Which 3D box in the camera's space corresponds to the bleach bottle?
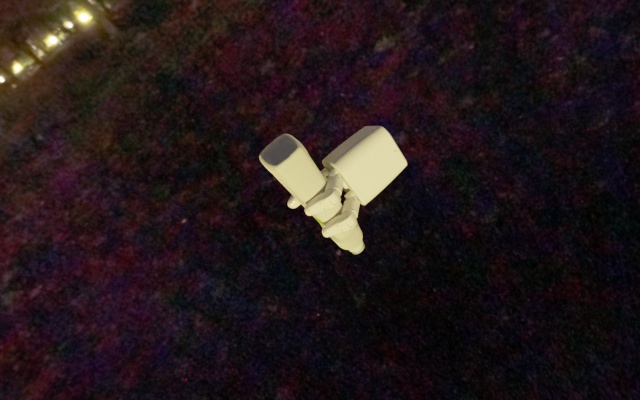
[{"bbox_3d":[0.000,0.003,0.832,0.068,0.251,0.102,-41,32,-4],"label":"bleach bottle"}]
